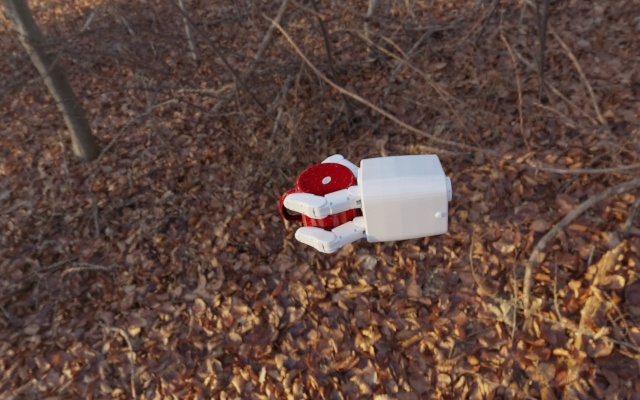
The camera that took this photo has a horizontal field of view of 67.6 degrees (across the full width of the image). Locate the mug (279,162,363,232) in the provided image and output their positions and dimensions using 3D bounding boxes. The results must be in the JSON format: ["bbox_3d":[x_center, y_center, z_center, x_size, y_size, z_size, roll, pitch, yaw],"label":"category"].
[{"bbox_3d":[-0.001,0.002,0.668,0.117,0.082,0.093,-6,40,7],"label":"mug"}]
